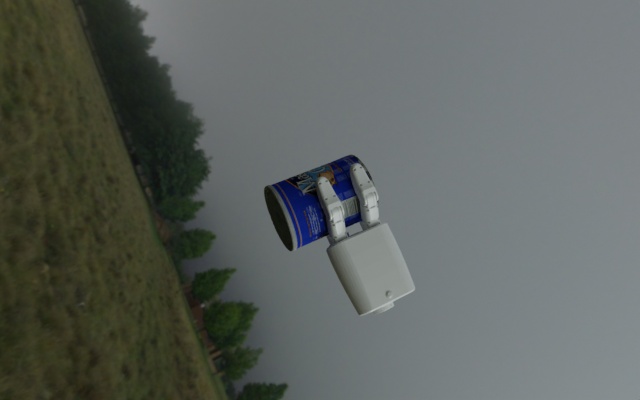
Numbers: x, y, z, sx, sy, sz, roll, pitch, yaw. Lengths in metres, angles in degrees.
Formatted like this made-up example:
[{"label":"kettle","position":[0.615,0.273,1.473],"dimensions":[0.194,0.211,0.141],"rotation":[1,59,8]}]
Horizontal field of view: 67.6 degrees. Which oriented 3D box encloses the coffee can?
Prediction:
[{"label":"coffee can","position":[0.000,0.002,0.714],"dimensions":[0.140,0.103,0.103],"rotation":[-22,7,-17]}]
